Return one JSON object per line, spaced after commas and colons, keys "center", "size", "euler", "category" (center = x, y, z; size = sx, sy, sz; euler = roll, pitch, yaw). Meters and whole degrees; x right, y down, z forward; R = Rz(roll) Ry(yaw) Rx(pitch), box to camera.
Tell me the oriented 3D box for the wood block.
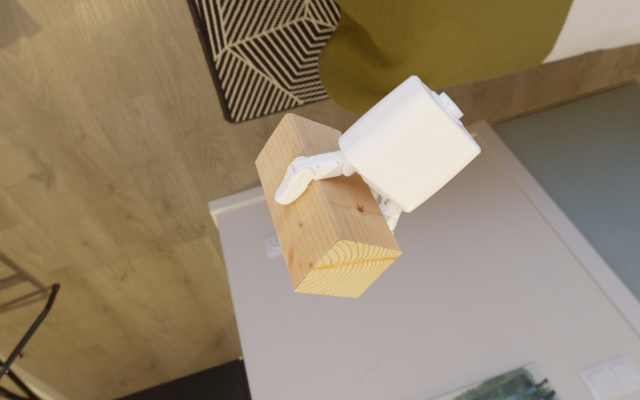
{"center": [0.000, 0.002, 0.569], "size": [0.091, 0.206, 0.090], "euler": [14, -52, -35], "category": "wood block"}
